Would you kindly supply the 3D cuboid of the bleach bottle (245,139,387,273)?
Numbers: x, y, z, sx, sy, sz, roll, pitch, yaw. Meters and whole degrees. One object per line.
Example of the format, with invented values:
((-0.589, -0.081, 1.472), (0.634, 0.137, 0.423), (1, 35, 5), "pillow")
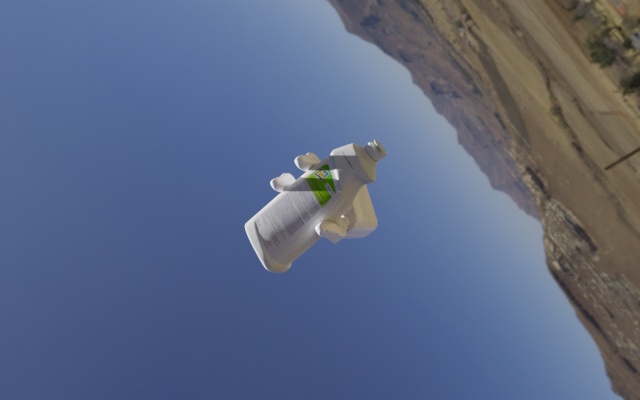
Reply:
((0.000, 0.002, 0.738), (0.251, 0.102, 0.068), (-39, -22, 19), "bleach bottle")
